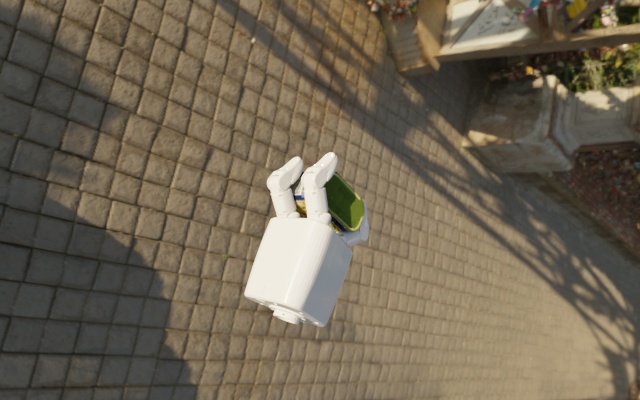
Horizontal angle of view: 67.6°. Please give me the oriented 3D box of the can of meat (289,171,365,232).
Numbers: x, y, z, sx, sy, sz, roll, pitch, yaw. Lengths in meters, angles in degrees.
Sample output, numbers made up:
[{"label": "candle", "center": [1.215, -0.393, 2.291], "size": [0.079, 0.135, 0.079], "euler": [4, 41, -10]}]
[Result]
[{"label": "can of meat", "center": [0.000, 0.002, 0.649], "size": [0.084, 0.057, 0.102], "euler": [0, -32, 43]}]
